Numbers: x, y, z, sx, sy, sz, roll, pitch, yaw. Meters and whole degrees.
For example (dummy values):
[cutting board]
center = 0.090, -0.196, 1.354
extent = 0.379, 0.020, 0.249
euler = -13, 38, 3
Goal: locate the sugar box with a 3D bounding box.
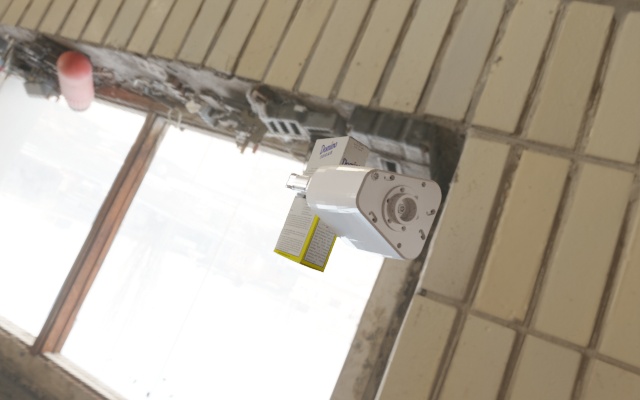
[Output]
[sugar box]
center = 0.001, 0.002, 0.647
extent = 0.048, 0.176, 0.093
euler = 28, -10, -28
